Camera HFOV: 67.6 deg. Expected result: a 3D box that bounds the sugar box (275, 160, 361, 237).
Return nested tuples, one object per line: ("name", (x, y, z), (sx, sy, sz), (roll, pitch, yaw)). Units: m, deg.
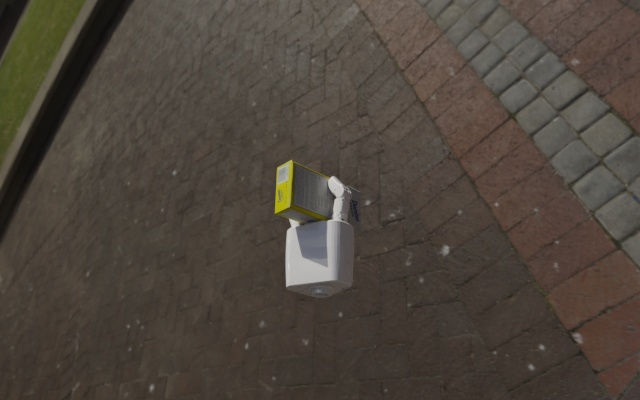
("sugar box", (0.000, 0.003, 0.859), (0.048, 0.093, 0.176), (-22, -34, 39))
